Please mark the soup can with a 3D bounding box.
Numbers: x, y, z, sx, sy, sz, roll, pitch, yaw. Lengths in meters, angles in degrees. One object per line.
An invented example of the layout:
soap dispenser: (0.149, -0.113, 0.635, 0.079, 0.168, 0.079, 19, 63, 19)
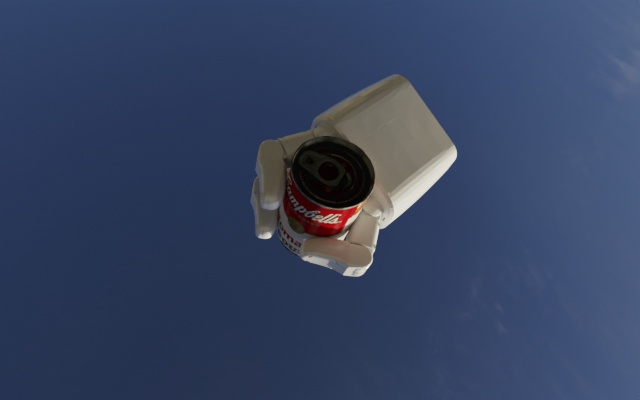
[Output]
soup can: (0.000, 0.002, 0.415, 0.068, 0.068, 0.102, 0, -29, -14)
